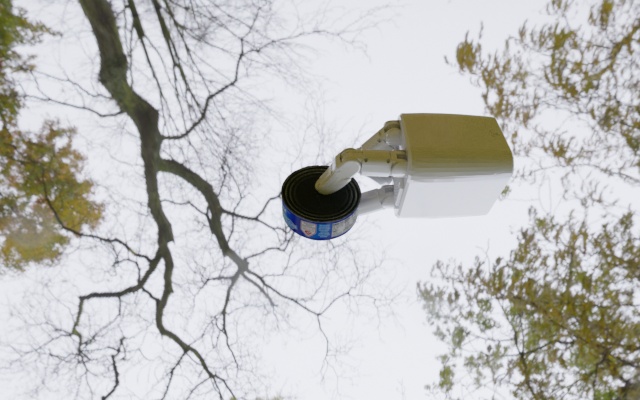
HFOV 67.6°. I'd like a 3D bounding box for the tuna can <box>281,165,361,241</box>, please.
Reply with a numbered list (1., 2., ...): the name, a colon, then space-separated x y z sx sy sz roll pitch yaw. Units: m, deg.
1. tuna can: 0.000 0.002 0.519 0.086 0.086 0.034 0 -44 -4
